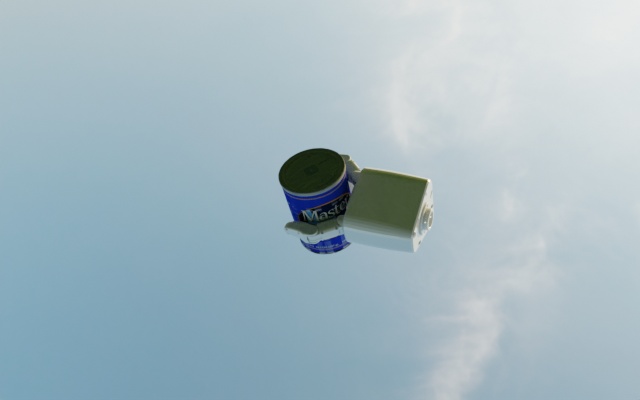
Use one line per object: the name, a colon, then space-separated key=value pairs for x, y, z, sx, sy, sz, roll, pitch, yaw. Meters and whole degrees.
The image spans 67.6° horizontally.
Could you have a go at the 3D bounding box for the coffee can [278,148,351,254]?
coffee can: x=0.000 y=0.002 z=0.761 sx=0.103 sy=0.102 sz=0.140 roll=0 pitch=-44 yaw=16
